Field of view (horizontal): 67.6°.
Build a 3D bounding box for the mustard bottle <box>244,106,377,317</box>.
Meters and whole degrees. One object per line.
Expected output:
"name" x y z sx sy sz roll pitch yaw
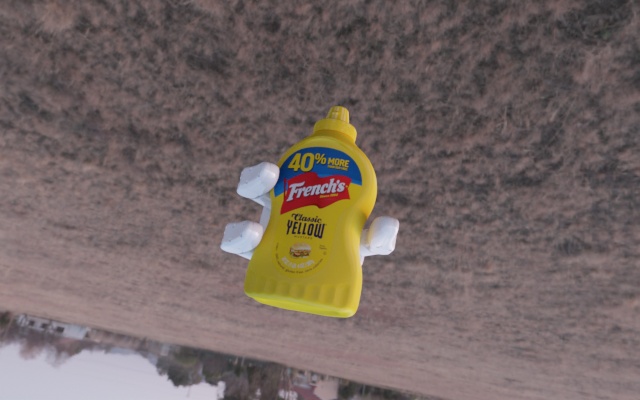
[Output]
"mustard bottle" 0.000 0.002 0.429 0.096 0.191 0.058 5 -21 18
